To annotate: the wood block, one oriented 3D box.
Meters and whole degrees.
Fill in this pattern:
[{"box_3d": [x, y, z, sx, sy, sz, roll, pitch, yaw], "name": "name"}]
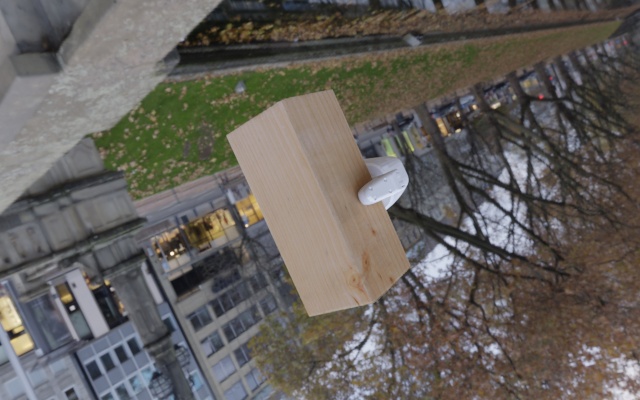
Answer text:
[{"box_3d": [0.001, 0.002, 0.497, 0.091, 0.206, 0.090, -23, 3, 38], "name": "wood block"}]
